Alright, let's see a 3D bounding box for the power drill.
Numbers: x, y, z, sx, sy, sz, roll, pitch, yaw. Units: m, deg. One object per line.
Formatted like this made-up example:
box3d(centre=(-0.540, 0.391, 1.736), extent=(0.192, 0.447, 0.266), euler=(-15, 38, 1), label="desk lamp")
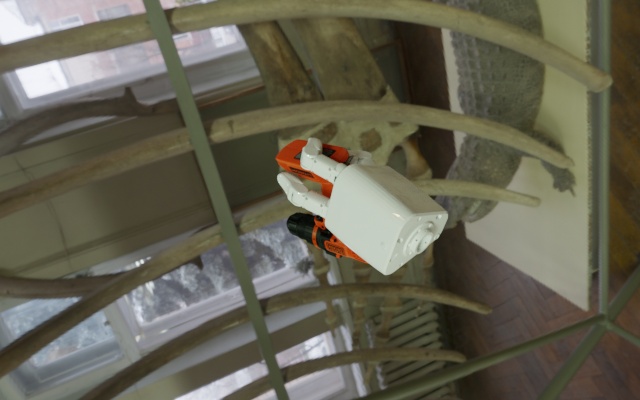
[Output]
box3d(centre=(0.000, 0.002, 0.708), extent=(0.184, 0.188, 0.057), euler=(14, 49, 37), label="power drill")
